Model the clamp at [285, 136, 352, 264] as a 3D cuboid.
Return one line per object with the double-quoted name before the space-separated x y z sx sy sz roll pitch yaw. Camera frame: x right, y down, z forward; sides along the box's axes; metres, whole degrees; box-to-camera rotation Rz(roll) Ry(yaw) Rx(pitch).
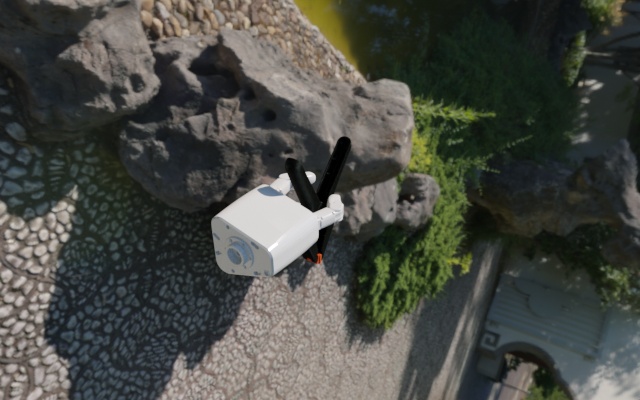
"clamp" 0.001 0.003 0.768 0.036 0.210 0.164 18 34 29
